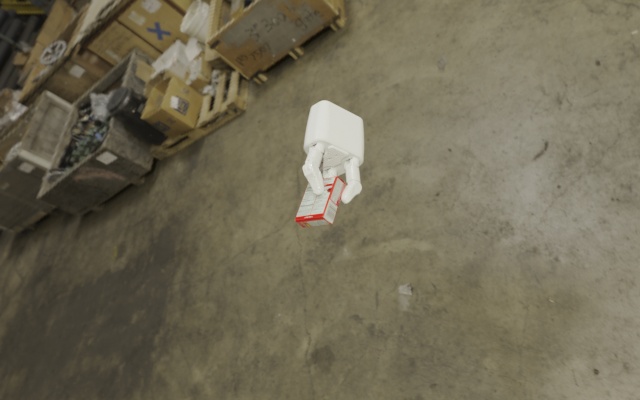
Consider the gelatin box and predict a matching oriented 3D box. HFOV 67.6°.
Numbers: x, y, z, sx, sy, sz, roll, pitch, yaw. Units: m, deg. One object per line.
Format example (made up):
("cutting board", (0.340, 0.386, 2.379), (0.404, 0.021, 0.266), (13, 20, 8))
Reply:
("gelatin box", (0.000, 0.003, 0.859), (0.073, 0.089, 0.030), (-9, -38, 43))
